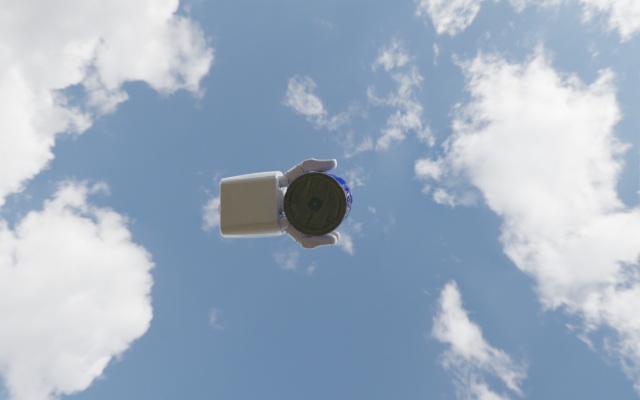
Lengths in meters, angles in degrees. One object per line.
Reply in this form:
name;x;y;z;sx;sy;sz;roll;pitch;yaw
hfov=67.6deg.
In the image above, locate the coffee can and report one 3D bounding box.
coffee can;0.000;0.003;0.822;0.103;0.103;0.140;0;3;8
